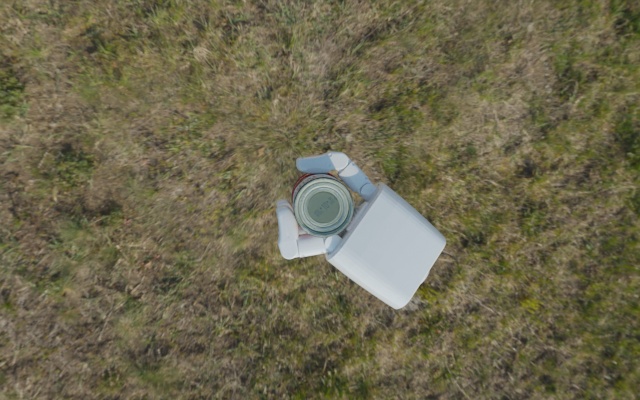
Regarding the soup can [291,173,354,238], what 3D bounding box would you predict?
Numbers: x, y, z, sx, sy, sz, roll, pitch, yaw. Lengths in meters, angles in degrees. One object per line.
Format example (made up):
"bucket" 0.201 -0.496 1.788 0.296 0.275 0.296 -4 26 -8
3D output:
"soup can" 0.000 0.001 0.561 0.068 0.068 0.102 0 7 -4
